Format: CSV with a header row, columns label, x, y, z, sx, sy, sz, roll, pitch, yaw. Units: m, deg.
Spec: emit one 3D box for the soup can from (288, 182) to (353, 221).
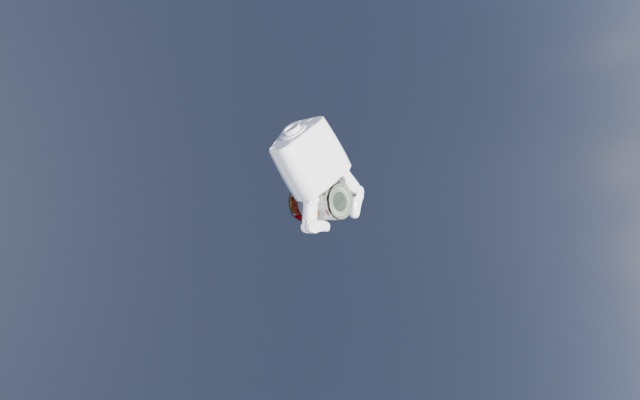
label,x,y,z,sx,sy,sz,roll,pitch,yaw
soup can,0.001,0.003,0.875,0.102,0.068,0.068,-3,-2,44
